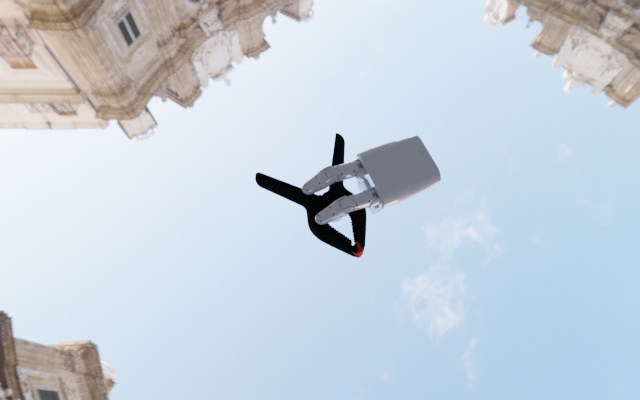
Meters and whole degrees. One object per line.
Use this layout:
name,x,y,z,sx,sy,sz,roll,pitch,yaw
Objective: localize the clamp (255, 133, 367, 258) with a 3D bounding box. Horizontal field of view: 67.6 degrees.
clamp,0.001,0.003,0.762,0.164,0.210,0.036,-22,-22,-8
